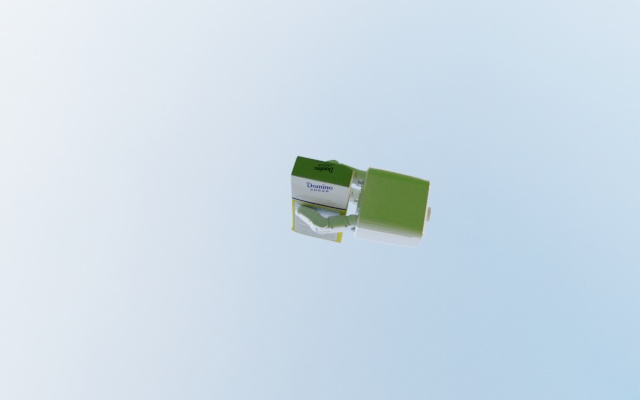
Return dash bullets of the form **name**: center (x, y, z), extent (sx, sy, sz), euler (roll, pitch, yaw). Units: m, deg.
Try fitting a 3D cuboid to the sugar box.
- **sugar box**: center (0.000, 0.002, 0.788), extent (0.093, 0.048, 0.176), euler (13, -35, 5)
